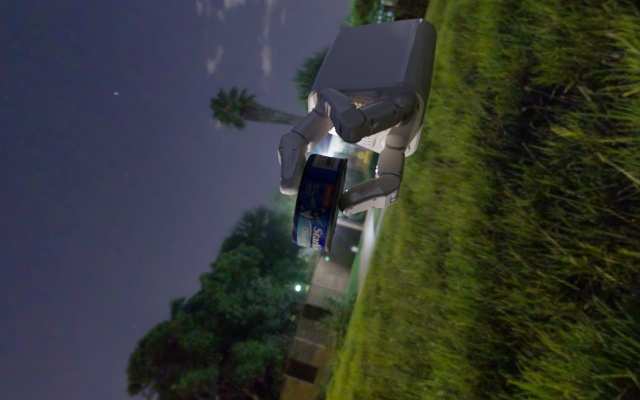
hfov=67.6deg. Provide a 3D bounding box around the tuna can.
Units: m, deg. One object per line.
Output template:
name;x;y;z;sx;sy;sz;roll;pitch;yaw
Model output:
tuna can;-0.001;0.001;0.431;0.034;0.086;0.086;11;1;5
